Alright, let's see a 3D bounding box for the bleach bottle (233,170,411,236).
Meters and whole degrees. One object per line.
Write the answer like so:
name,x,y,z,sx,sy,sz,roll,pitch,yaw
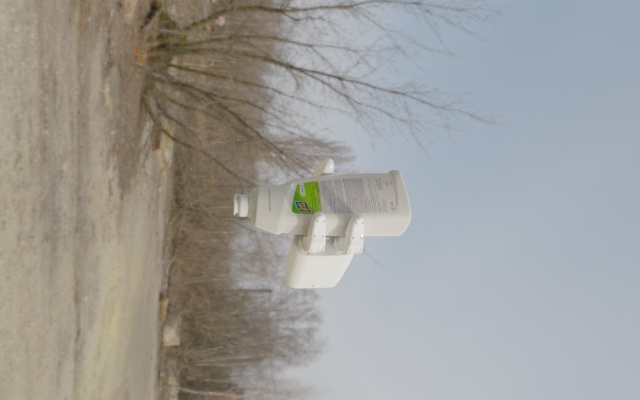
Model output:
bleach bottle,0.000,0.002,0.698,0.251,0.102,0.068,1,-37,-14
